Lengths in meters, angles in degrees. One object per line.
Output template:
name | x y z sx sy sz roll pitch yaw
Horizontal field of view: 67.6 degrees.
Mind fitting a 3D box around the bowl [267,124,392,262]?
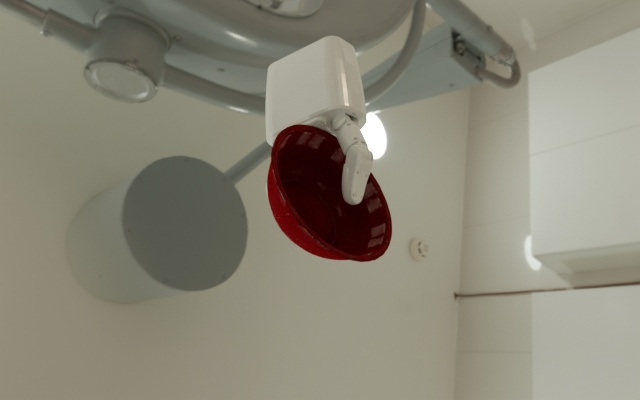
bowl | 0.000 0.003 0.497 0.162 0.162 0.055 0 -31 -49
